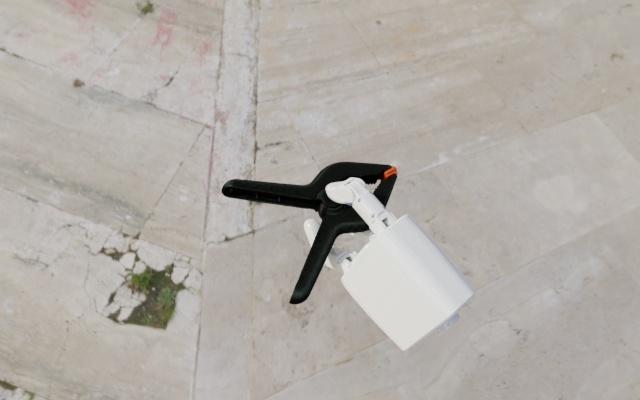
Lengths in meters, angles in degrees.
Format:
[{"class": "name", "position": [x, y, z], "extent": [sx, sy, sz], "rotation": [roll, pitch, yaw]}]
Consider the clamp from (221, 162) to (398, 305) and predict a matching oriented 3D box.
[{"class": "clamp", "position": [0.001, 0.001, 0.566], "extent": [0.210, 0.164, 0.036], "rotation": [-33, -17, -26]}]
